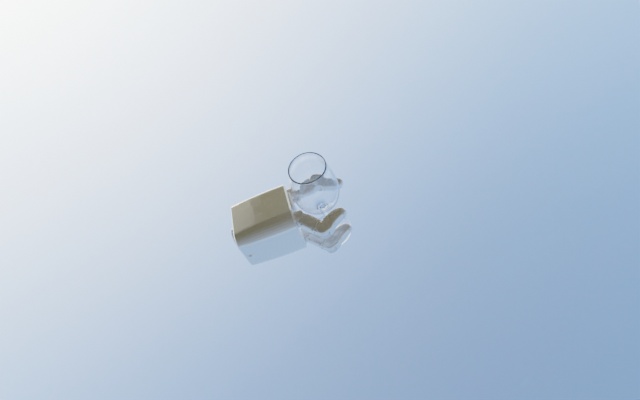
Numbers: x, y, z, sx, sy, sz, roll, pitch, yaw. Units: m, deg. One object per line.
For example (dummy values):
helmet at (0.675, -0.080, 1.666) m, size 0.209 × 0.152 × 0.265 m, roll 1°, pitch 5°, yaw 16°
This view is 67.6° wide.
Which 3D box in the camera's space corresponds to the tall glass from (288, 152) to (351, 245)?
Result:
tall glass at (0.000, 0.003, 0.816) m, size 0.079 × 0.079 × 0.201 m, roll 0°, pitch -33°, yaw 14°
